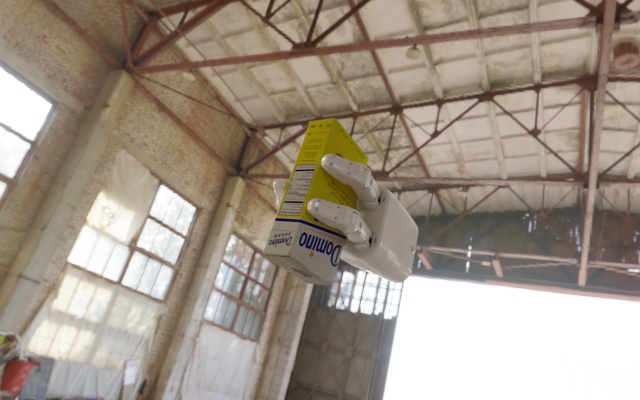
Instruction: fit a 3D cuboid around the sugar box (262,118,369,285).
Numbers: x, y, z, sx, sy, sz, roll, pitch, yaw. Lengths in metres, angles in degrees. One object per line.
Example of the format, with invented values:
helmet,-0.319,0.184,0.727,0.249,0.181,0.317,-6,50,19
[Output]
sugar box,0.001,0.002,0.562,0.048,0.176,0.093,-2,-28,35
